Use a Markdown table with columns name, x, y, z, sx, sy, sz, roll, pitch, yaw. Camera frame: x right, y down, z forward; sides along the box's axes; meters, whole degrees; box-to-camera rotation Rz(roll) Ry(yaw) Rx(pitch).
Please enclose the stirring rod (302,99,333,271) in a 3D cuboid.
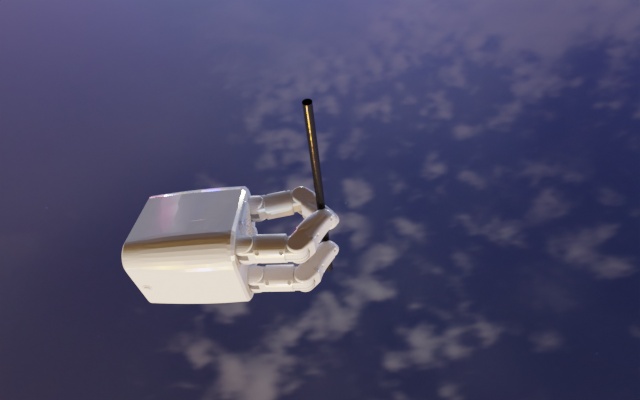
| name | x | y | z | sx | sy | sz | roll | pitch | yaw |
| --- | --- | --- | --- | --- | --- | --- | --- | --- | --- |
| stirring rod | 0.000 | 0.001 | 0.453 | 0.011 | 0.011 | 0.240 | 0 | -39 | 6 |
